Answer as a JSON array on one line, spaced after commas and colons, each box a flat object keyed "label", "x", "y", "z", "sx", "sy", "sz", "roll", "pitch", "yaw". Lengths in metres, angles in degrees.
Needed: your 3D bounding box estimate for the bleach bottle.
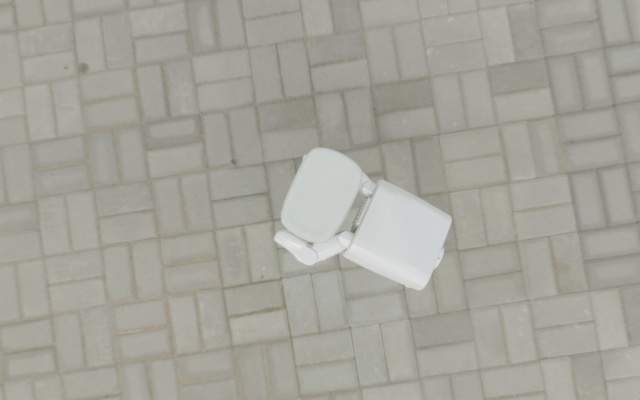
[{"label": "bleach bottle", "x": 0.000, "y": 0.002, "z": 0.621, "sx": 0.068, "sy": 0.102, "sz": 0.251, "roll": 26, "pitch": -2, "yaw": 1}]
